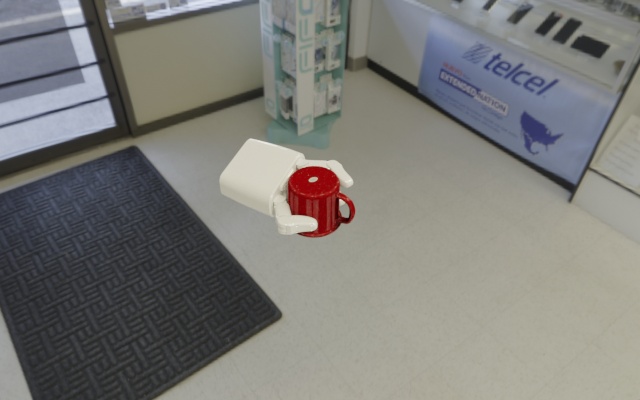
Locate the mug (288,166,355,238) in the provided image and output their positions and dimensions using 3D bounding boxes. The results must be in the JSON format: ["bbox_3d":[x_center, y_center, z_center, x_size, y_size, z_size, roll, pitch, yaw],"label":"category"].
[{"bbox_3d":[0.001,0.003,0.760,0.117,0.082,0.093,19,44,21],"label":"mug"}]
